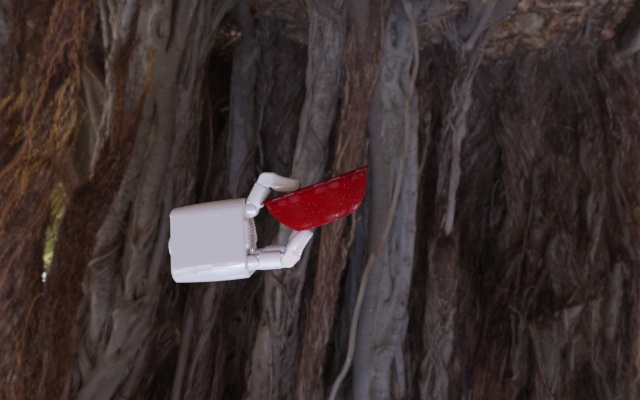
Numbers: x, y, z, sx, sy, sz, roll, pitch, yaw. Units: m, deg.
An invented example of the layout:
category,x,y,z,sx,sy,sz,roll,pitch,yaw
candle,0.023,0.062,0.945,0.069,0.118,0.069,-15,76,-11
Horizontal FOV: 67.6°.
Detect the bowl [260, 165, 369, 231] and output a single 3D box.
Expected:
category,x,y,z,sx,sy,sz,roll,pitch,yaw
bowl,0.001,0.002,0.668,0.162,0.055,0.162,-20,2,1
